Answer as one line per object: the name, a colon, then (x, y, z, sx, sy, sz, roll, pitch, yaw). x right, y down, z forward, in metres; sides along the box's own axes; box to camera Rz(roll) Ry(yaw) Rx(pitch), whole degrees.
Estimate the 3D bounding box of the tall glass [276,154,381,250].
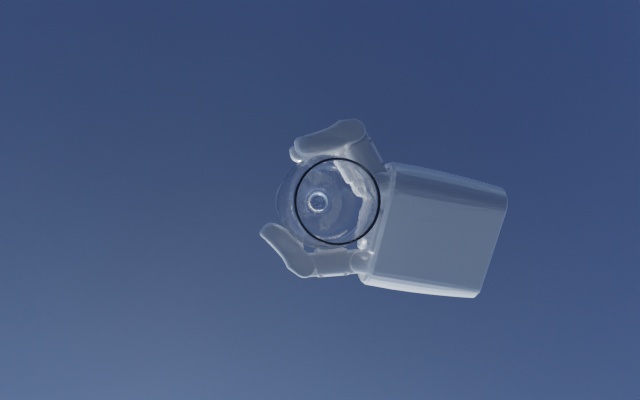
tall glass: (0.000, 0.001, 0.431, 0.079, 0.079, 0.201, 0, 0, -7)
